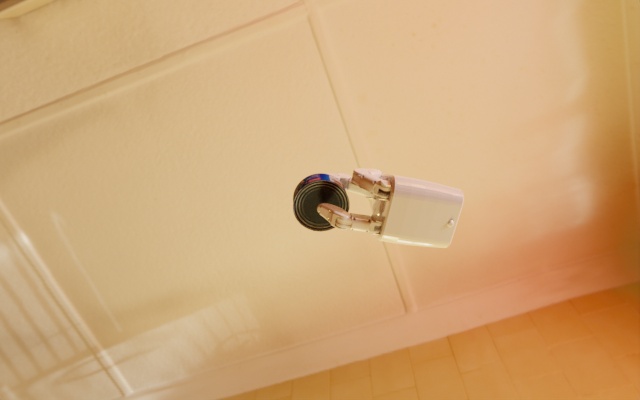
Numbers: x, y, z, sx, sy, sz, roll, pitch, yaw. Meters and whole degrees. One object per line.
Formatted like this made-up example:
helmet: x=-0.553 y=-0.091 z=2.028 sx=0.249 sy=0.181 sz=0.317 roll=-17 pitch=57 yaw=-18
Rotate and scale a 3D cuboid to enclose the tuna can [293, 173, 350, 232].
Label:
tuna can: x=0.000 y=0.002 z=0.732 sx=0.086 sy=0.086 sz=0.033 roll=0 pitch=25 yaw=-5
